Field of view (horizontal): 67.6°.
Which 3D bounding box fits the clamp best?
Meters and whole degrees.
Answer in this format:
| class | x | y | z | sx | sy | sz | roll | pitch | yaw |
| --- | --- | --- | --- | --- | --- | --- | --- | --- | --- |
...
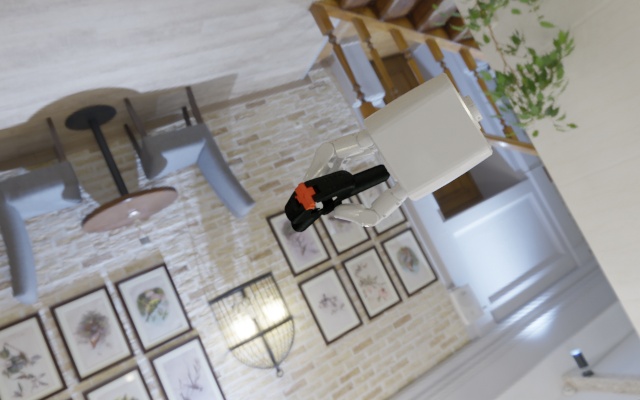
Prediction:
| class | x | y | z | sx | sy | sz | roll | pitch | yaw |
| --- | --- | --- | --- | --- | --- | --- | --- | --- | --- |
| clamp | 0.001 | 0.003 | 0.614 | 0.164 | 0.036 | 0.210 | -34 | -8 | 18 |
